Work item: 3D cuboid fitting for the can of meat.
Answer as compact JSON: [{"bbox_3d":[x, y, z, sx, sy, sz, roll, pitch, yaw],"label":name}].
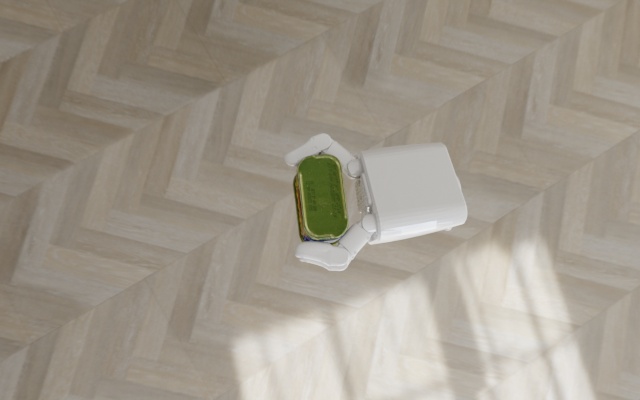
[{"bbox_3d":[0.000,0.002,0.568,0.057,0.102,0.084,-6,-9,-5],"label":"can of meat"}]
